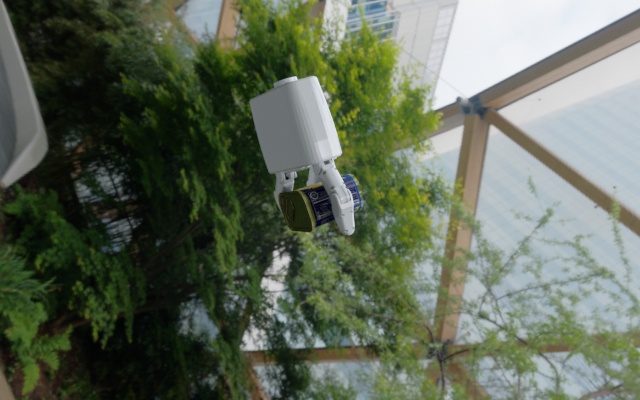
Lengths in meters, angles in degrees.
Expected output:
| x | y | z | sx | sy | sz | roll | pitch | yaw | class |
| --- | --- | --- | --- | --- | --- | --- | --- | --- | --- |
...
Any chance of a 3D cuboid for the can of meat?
| x | y | z | sx | sy | sz | roll | pitch | yaw | class |
| --- | --- | --- | --- | --- | --- | --- | --- | --- | --- |
| 0.000 | 0.002 | 0.659 | 0.084 | 0.057 | 0.102 | -21 | 6 | -23 | can of meat |
